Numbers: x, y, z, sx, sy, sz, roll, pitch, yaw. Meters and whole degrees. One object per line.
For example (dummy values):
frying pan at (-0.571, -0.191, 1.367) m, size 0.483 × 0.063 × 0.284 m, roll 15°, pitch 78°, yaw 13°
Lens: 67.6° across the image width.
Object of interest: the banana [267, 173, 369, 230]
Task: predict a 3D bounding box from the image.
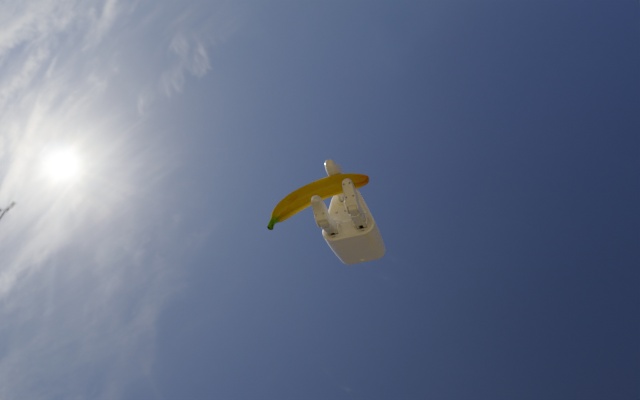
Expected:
banana at (-0.009, -0.006, 0.857) m, size 0.198 × 0.037 × 0.069 m, roll -28°, pitch 40°, yaw -4°
